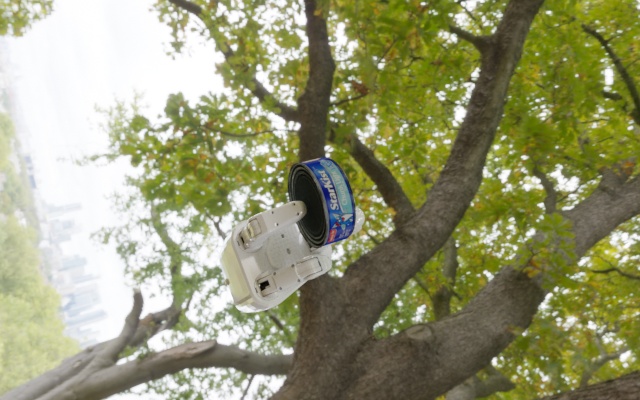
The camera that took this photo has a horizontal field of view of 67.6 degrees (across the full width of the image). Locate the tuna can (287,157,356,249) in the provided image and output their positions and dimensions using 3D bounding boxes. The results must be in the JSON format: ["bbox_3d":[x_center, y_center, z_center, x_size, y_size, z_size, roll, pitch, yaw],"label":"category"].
[{"bbox_3d":[0.001,0.001,0.470,0.034,0.086,0.086,-15,6,-23],"label":"tuna can"}]
